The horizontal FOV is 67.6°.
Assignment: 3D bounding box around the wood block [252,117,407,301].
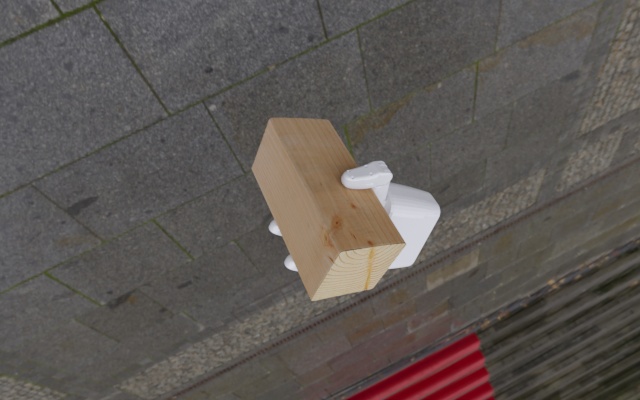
[{"bbox_3d":[0.001,0.002,0.571,0.090,0.206,0.091,-4,-41,-32],"label":"wood block"}]
